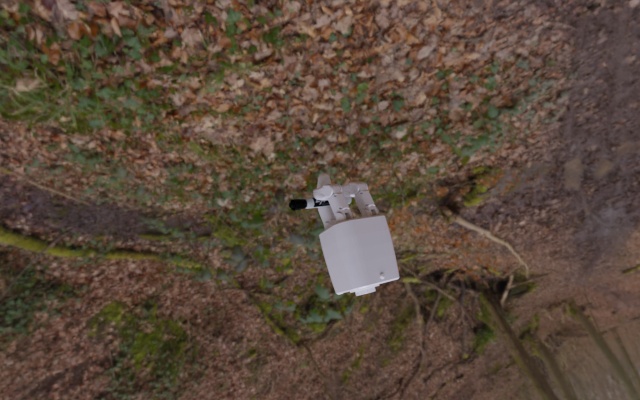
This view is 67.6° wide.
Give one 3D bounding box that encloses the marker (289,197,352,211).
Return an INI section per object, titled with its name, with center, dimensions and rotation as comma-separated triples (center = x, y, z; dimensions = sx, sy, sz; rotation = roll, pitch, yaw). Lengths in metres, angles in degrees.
[marker]
center = 0.000, 0.003, 0.802
dimensions = 0.121, 0.020, 0.020
rotation = -6, 4, -36
